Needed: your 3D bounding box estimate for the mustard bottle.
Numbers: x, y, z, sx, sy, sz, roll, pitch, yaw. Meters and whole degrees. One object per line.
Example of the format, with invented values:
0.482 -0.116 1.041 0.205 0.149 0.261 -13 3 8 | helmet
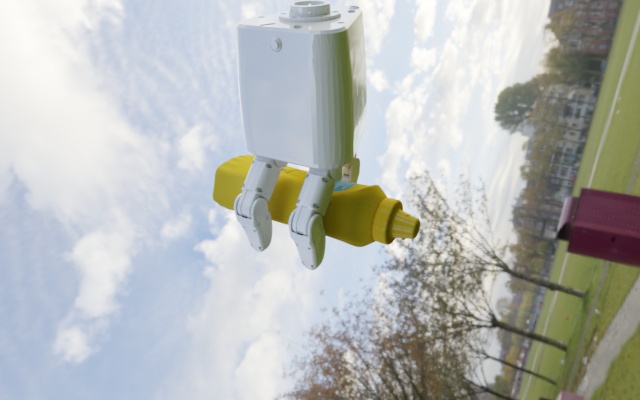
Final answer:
0.000 0.002 0.450 0.191 0.058 0.096 15 10 26 | mustard bottle
